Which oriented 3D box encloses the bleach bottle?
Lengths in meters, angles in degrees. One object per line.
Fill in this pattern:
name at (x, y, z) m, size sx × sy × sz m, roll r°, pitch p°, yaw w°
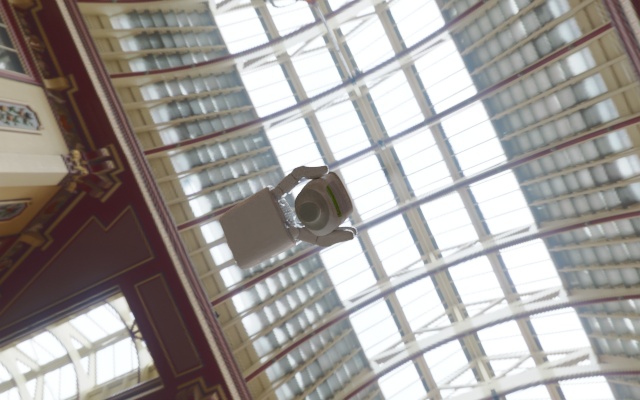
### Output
bleach bottle at (0.000, 0.003, 0.796) m, size 0.068 × 0.102 × 0.251 m, roll -29°, pitch -2°, yaw 10°
